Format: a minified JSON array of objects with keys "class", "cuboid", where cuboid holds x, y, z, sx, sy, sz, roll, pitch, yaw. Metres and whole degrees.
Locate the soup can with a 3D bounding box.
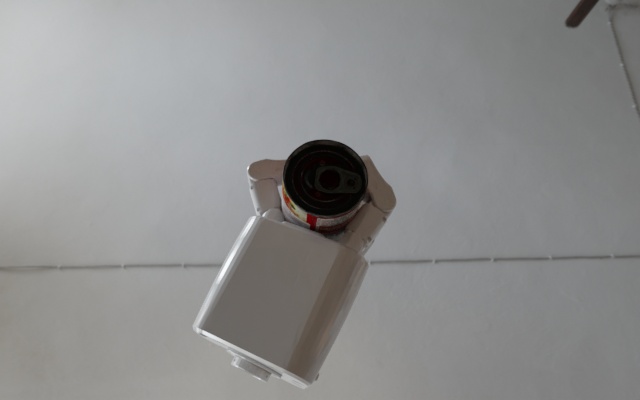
[{"class":"soup can","cuboid":[0.000,0.001,0.420,0.068,0.068,0.102,0,-23,-5]}]
